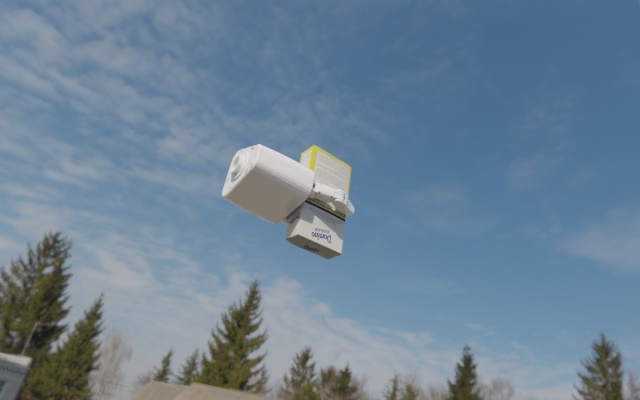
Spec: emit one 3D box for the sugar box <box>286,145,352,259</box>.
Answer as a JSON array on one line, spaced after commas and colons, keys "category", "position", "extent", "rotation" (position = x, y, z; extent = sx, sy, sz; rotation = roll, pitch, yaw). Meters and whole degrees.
[{"category": "sugar box", "position": [0.000, 0.003, 0.821], "extent": [0.093, 0.176, 0.048], "rotation": [28, -32, -28]}]
